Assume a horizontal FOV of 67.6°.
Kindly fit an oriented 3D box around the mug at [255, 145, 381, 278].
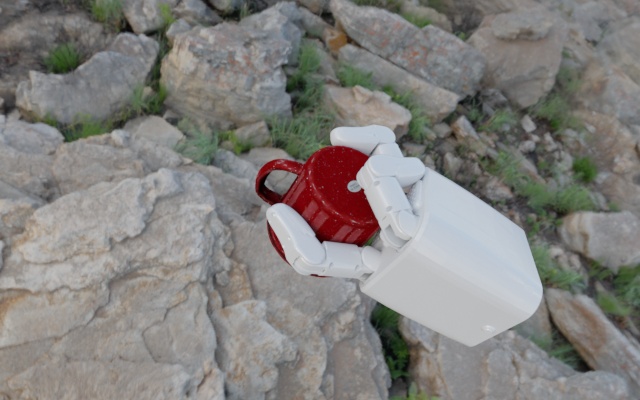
[{"bbox_3d":[-0.001,0.000,0.410,0.117,0.093,0.081,29,-42,-7],"label":"mug"}]
